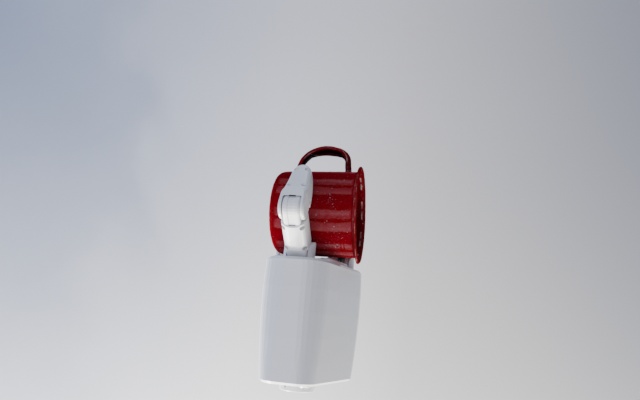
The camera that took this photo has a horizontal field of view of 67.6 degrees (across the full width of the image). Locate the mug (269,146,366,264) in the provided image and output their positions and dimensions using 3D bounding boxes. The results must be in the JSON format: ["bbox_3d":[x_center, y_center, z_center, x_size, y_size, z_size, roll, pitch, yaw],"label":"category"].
[{"bbox_3d":[0.000,0.000,0.466,0.081,0.117,0.093,2,-15,10],"label":"mug"}]
